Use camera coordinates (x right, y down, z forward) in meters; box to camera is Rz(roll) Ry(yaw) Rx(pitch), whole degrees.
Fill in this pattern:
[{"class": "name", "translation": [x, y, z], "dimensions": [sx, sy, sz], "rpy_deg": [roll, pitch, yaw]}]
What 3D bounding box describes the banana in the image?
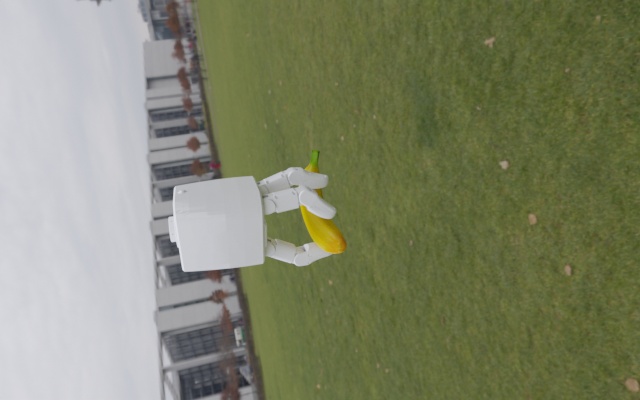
[{"class": "banana", "translation": [-0.003, 0.013, 0.679], "dimensions": [0.037, 0.070, 0.197], "rpy_deg": [-3, 45, -15]}]
